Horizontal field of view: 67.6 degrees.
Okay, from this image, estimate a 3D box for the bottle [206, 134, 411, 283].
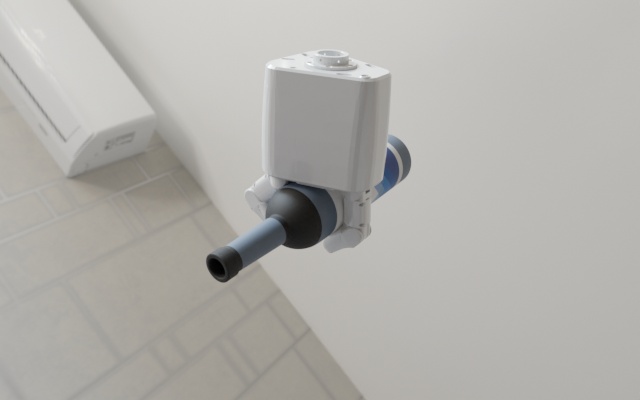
[{"bbox_3d":[0.000,0.002,0.499,0.069,0.069,0.295,0,22,39],"label":"bottle"}]
